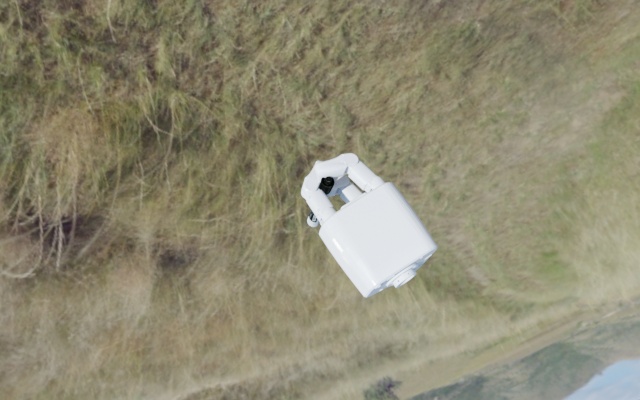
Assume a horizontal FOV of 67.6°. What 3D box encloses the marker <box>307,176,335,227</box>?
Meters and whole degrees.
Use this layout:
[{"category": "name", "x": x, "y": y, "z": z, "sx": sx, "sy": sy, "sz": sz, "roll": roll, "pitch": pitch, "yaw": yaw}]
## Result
[{"category": "marker", "x": 0.000, "y": 0.002, "z": 0.673, "sx": 0.020, "sy": 0.020, "sz": 0.121, "roll": 0, "pitch": -30, "yaw": -12}]
